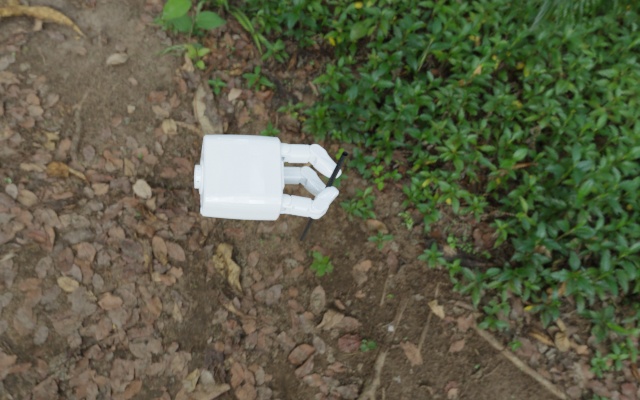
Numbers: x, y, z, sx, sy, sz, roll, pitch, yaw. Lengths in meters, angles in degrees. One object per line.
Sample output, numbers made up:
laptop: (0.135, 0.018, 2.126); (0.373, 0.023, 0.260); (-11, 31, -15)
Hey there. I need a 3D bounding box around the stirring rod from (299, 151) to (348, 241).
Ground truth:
stirring rod: (0.000, 0.003, 0.742); (0.011, 0.011, 0.240); (0, -33, -19)
